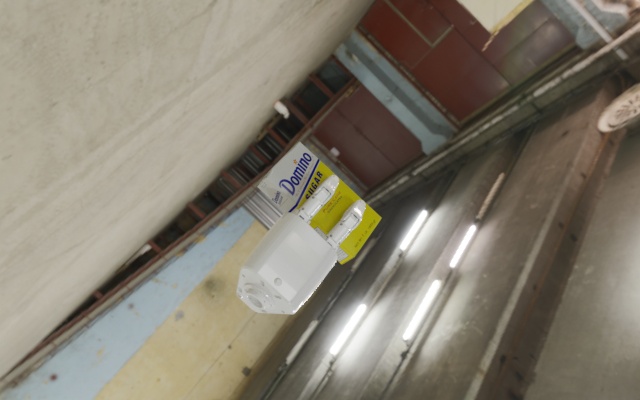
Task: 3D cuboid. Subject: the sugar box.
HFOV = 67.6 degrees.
[{"bbox_3d":[0.000,0.002,0.725,0.093,0.176,0.048,-51,7,-36],"label":"sugar box"}]
